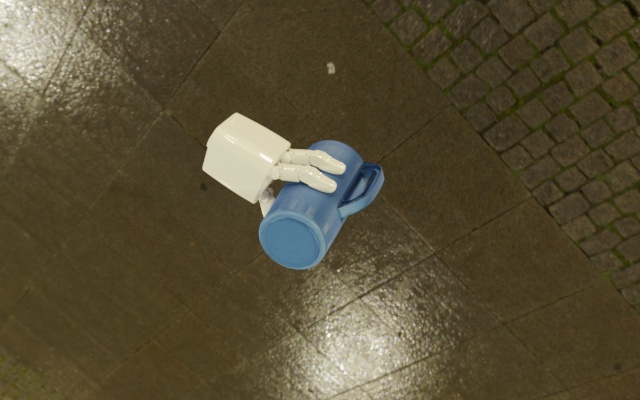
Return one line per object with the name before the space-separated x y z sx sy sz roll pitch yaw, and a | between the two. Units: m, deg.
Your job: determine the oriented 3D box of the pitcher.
pitcher | 0.000 0.003 0.802 0.145 0.149 0.242 33 35 -2
